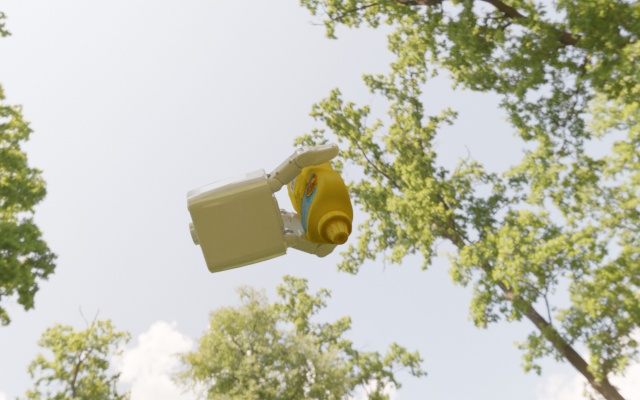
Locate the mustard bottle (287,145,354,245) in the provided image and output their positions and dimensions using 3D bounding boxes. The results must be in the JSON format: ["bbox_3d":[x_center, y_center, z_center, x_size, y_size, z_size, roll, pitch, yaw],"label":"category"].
[{"bbox_3d":[0.000,0.002,0.631,0.058,0.096,0.191,7,24,-18],"label":"mustard bottle"}]
